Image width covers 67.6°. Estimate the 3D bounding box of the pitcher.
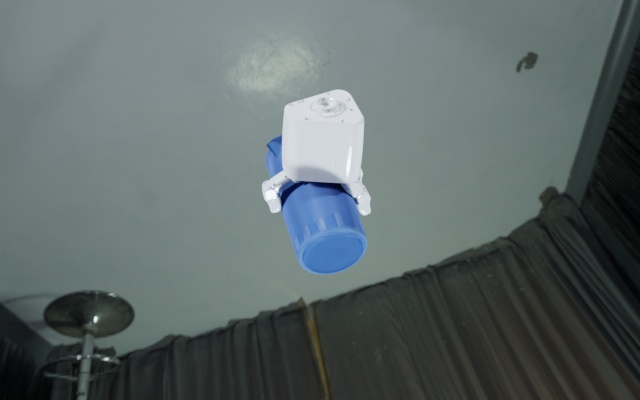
[{"bbox_3d":[0.000,0.002,0.796,0.149,0.145,0.242,-8,45,-11],"label":"pitcher"}]
